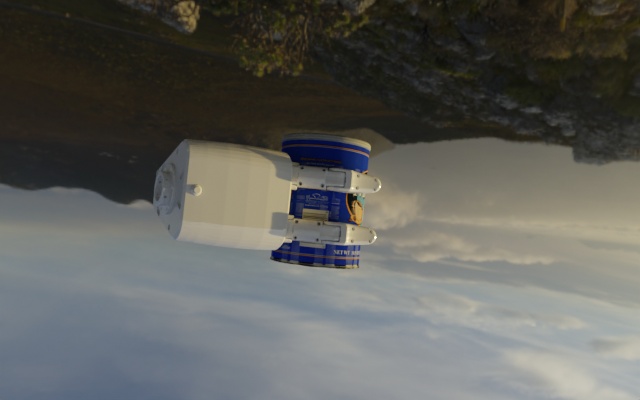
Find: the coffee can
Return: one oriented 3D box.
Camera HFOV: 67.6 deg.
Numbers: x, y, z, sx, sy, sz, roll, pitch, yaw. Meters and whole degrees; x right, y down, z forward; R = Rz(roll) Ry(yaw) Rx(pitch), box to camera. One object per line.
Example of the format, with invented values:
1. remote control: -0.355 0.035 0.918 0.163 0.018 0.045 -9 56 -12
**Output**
1. coffee can: 0.000 0.002 0.547 0.103 0.140 0.103 5 -3 0
